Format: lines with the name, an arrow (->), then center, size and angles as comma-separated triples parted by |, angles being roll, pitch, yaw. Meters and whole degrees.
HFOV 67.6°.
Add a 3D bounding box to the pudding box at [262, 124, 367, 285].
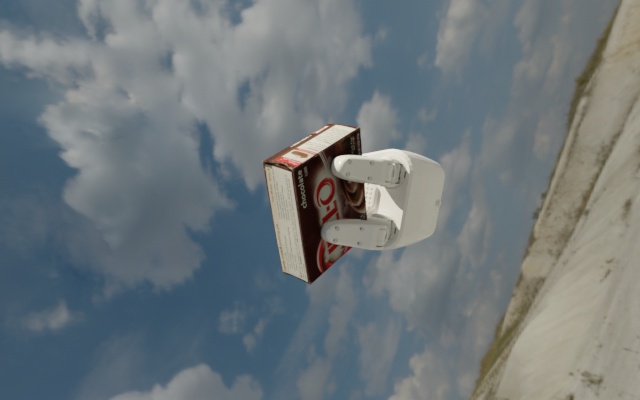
pudding box -> 0.000, 0.001, 0.414 | 0.039, 0.113, 0.090 | 14, 36, 36
